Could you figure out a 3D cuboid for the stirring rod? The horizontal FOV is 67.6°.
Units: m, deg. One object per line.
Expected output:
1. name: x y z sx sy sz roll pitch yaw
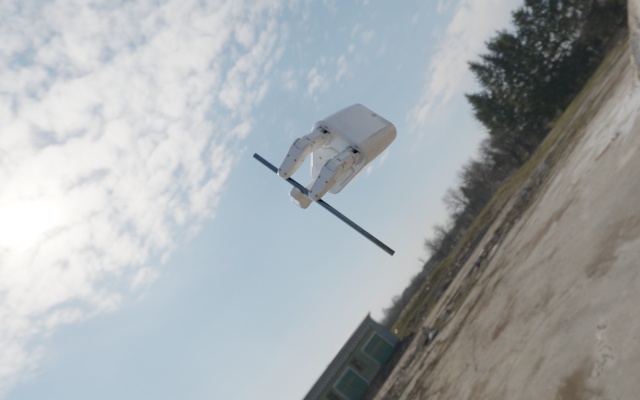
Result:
1. stirring rod: 0.000 0.002 0.648 0.239 0.011 0.011 35 11 16
